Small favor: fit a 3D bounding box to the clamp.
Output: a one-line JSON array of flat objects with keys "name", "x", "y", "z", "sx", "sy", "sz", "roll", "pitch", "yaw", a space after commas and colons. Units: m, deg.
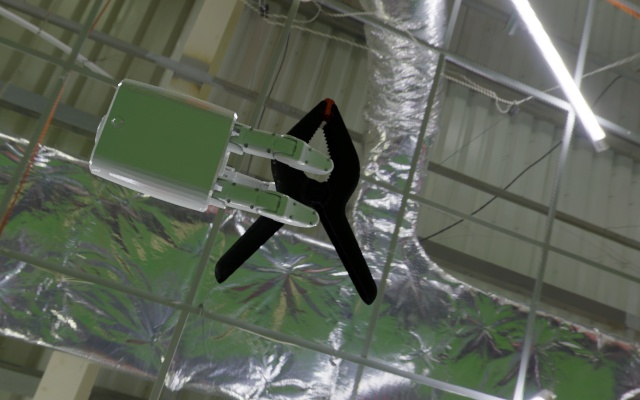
[{"name": "clamp", "x": 0.000, "y": 0.001, "z": 0.489, "sx": 0.164, "sy": 0.210, "sz": 0.036, "roll": 19, "pitch": -14, "yaw": -16}]
